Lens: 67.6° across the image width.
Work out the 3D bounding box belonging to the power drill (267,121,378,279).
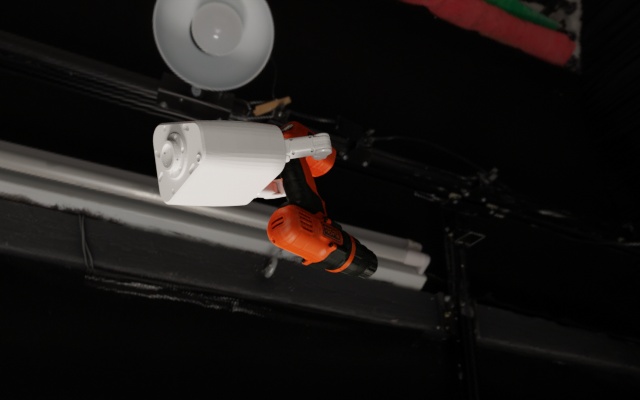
[{"bbox_3d":[0.000,0.002,0.613,0.057,0.187,0.184,-32,-39,24],"label":"power drill"}]
